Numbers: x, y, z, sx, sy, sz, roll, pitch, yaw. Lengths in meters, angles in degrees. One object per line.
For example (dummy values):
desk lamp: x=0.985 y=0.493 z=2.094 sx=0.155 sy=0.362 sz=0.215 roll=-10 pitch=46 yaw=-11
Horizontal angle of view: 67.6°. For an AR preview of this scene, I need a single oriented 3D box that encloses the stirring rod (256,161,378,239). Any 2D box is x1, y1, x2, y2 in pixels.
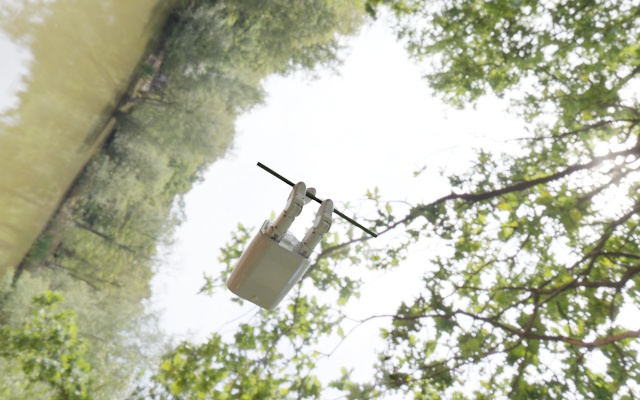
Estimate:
stirring rod: x=0.000 y=0.003 z=0.761 sx=0.239 sy=0.011 sz=0.011 roll=32 pitch=-13 yaw=-22
